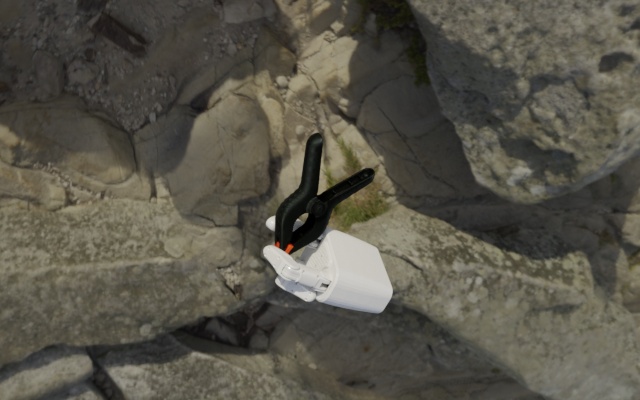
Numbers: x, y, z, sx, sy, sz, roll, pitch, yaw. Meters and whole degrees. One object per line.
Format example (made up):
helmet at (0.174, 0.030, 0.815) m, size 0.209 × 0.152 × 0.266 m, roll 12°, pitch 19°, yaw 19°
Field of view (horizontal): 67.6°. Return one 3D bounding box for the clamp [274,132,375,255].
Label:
clamp at (0.000, 0.003, 0.654) m, size 0.120 × 0.171 × 0.039 m, roll 20°, pitch 16°, yaw -29°
